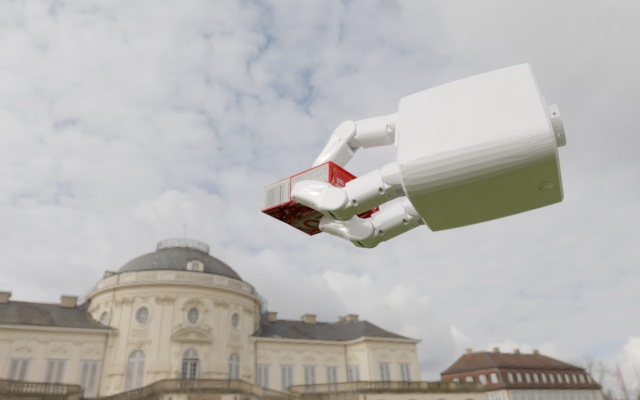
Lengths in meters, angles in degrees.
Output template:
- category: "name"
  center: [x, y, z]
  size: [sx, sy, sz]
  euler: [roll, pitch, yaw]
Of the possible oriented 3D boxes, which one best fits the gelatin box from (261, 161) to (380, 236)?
- category: "gelatin box"
  center: [0.000, 0.001, 0.455]
  size: [0.089, 0.030, 0.073]
  euler: [-19, -33, 36]
